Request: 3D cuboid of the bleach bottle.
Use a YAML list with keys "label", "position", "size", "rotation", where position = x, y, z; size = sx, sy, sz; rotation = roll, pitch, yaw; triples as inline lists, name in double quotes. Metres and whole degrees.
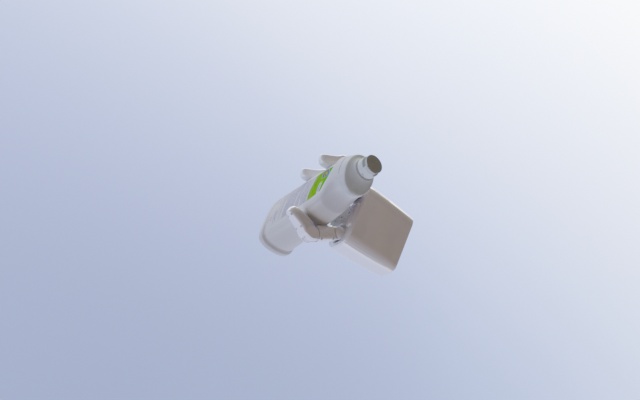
- label: "bleach bottle"
  position: [0.000, 0.002, 0.739]
  size: [0.068, 0.102, 0.251]
  rotation: [34, -38, -20]
